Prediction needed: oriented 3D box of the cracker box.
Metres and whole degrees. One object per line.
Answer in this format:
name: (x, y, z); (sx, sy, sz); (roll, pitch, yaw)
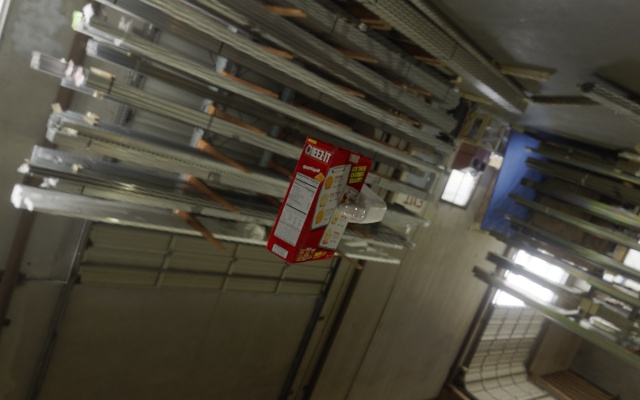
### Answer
cracker box: (0.000, 0.003, 0.876); (0.072, 0.214, 0.164); (25, 9, 26)
